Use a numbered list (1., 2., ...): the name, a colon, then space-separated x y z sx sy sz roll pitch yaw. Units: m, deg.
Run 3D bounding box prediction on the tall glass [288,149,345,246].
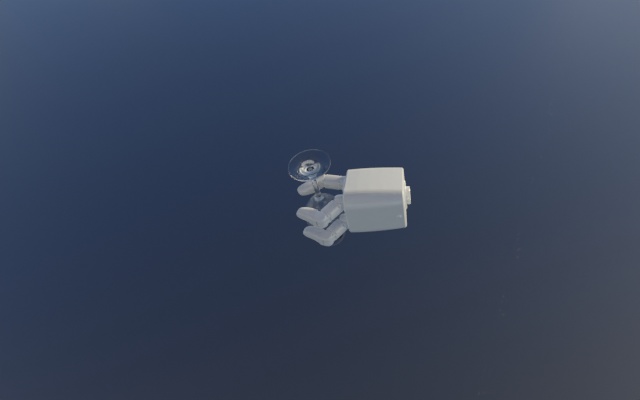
1. tall glass: 0.000 0.002 0.885 0.079 0.079 0.201 0 -40 14
